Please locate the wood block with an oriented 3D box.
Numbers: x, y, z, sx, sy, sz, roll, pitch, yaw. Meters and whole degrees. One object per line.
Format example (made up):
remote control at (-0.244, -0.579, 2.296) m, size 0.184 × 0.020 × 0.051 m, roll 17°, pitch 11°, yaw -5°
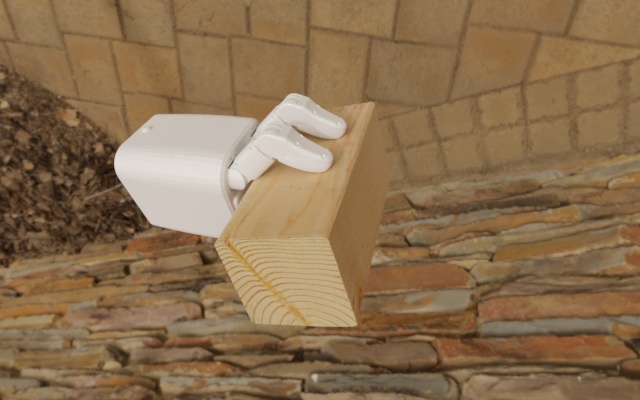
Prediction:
wood block at (0.000, 0.002, 0.426) m, size 0.090 × 0.091 × 0.206 m, roll -4°, pitch 35°, yaw 20°
